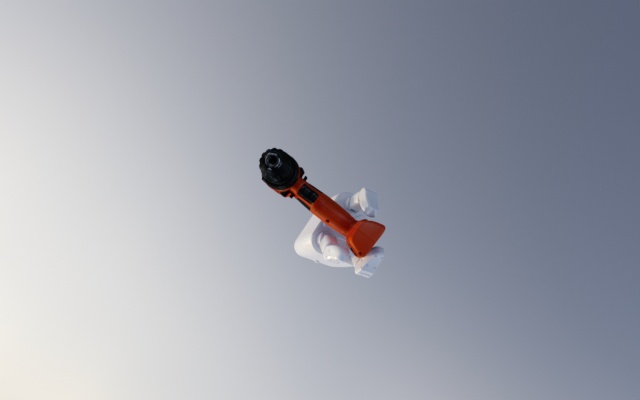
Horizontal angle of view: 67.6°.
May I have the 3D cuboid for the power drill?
[{"bbox_3d":[0.000,0.003,0.662,0.187,0.057,0.184,39,-2,6],"label":"power drill"}]
